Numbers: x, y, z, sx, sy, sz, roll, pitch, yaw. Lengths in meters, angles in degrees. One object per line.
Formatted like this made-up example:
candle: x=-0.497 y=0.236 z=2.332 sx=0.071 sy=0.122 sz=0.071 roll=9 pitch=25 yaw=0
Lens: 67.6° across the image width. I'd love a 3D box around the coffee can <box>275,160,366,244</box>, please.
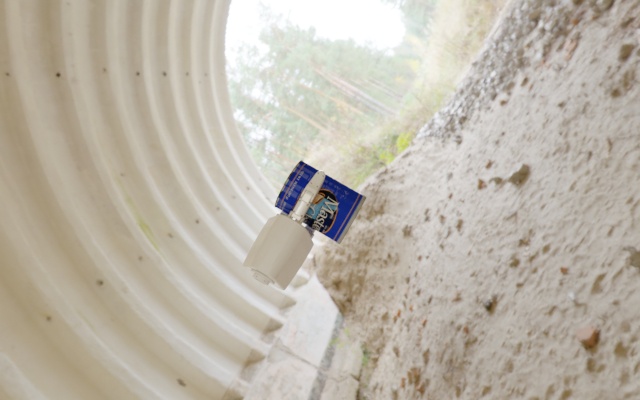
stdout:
coffee can: x=0.000 y=0.003 z=0.893 sx=0.140 sy=0.103 sz=0.103 roll=30 pitch=2 yaw=3
